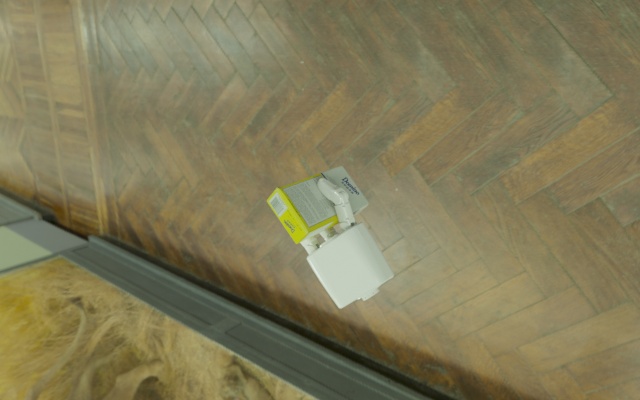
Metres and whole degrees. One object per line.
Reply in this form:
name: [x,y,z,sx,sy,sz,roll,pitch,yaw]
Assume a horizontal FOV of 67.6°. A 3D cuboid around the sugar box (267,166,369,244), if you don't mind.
sugar box: [0.000,0.003,0.836,0.176,0.093,0.048,-20,-18,-49]
